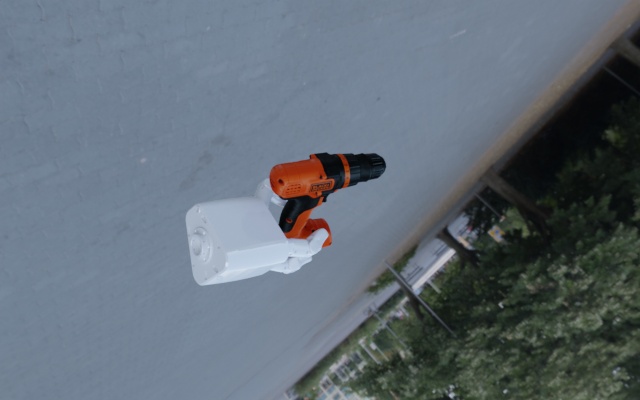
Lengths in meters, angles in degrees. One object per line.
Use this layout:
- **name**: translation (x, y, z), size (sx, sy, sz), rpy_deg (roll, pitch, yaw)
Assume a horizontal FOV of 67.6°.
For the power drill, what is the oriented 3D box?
- **power drill**: translation (0.000, 0.003, 0.748), size (0.184, 0.057, 0.188), rpy_deg (-8, -40, -23)
